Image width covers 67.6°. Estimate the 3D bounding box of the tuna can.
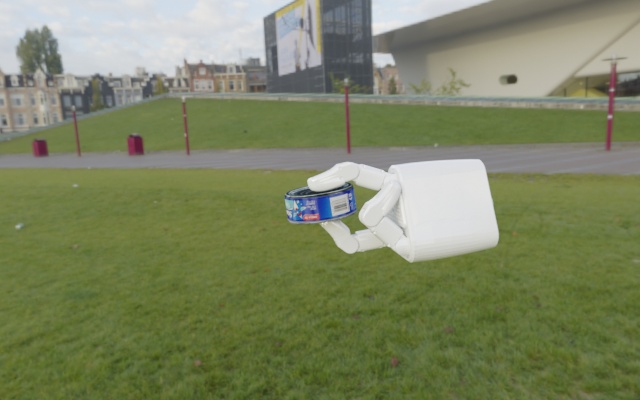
[{"bbox_3d":[0.000,0.001,0.579,0.086,0.034,0.086,-8,10,2],"label":"tuna can"}]
